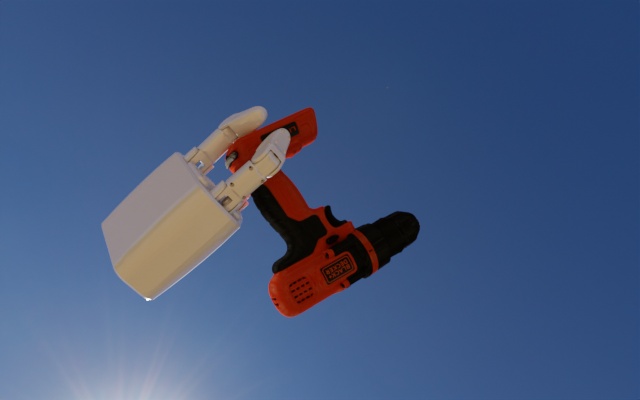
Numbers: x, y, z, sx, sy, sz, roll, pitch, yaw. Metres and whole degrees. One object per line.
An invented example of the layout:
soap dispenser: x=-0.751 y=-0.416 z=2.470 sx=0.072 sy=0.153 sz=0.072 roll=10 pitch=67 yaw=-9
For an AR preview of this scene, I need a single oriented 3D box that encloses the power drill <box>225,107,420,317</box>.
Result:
power drill: x=0.000 y=0.001 z=0.502 sx=0.184 sy=0.187 sz=0.057 roll=-27 pitch=-2 yaw=-24
